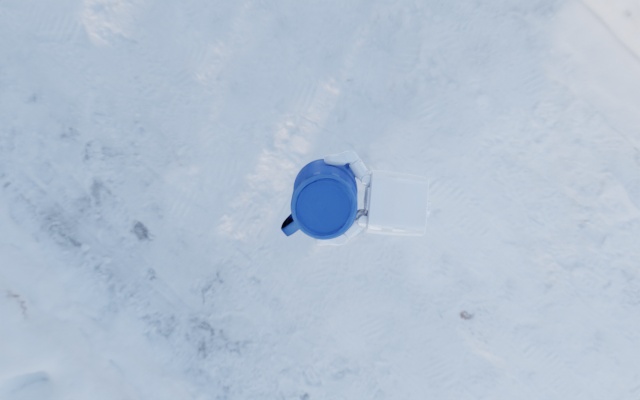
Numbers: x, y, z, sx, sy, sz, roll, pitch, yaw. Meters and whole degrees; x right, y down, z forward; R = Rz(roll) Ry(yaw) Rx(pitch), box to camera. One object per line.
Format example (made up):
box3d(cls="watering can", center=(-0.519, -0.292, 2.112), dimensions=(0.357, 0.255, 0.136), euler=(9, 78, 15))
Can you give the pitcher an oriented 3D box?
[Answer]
box3d(cls="pitcher", center=(0.000, 0.003, 0.873), dimensions=(0.145, 0.149, 0.243), euler=(6, 8, 1))
